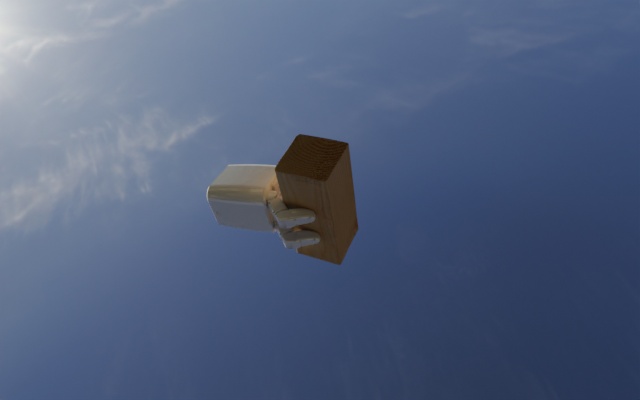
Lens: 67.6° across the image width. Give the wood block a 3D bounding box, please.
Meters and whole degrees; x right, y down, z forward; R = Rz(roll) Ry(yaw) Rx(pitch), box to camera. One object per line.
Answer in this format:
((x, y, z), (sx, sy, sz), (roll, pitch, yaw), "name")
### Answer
((0.000, 0.002, 0.794), (0.090, 0.090, 0.206), (13, -39, 21), "wood block")
